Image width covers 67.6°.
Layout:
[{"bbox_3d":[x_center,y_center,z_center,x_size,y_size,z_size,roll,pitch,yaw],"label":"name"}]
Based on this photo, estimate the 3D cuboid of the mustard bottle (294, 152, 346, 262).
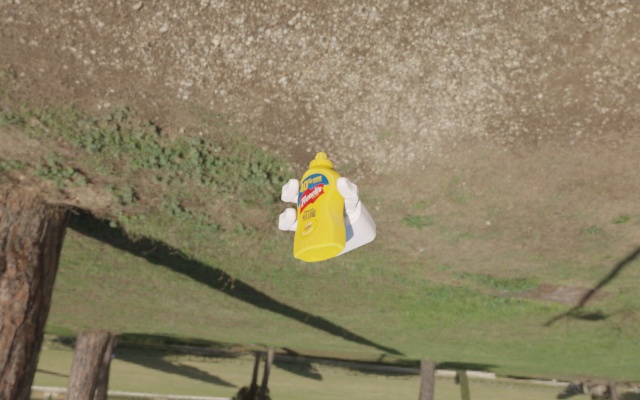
[{"bbox_3d":[0.000,0.003,0.815,0.058,0.191,0.096,24,-34,-36],"label":"mustard bottle"}]
